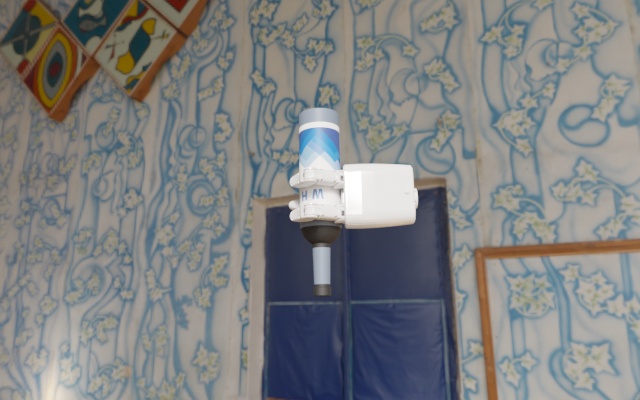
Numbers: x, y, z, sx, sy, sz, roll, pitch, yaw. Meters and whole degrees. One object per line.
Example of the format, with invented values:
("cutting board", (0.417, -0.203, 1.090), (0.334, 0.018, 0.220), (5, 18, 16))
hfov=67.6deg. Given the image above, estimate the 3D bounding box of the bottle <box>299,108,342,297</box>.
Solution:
("bottle", (0.000, 0.002, 0.760), (0.069, 0.295, 0.069), (-1, -13, 0))
